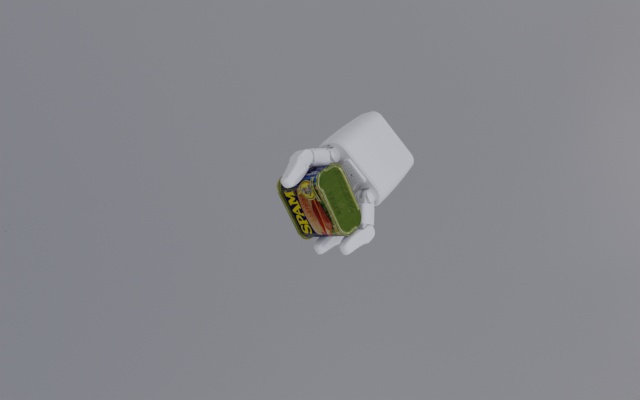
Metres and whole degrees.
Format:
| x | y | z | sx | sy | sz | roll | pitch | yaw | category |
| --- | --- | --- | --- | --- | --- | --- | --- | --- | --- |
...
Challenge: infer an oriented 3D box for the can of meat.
| x | y | z | sx | sy | sz | roll | pitch | yaw | category |
| --- | --- | --- | --- | --- | --- | --- | --- | --- | --- |
| 0.000 | 0.002 | 0.655 | 0.084 | 0.102 | 0.057 | -6 | 25 | 47 | can of meat |
